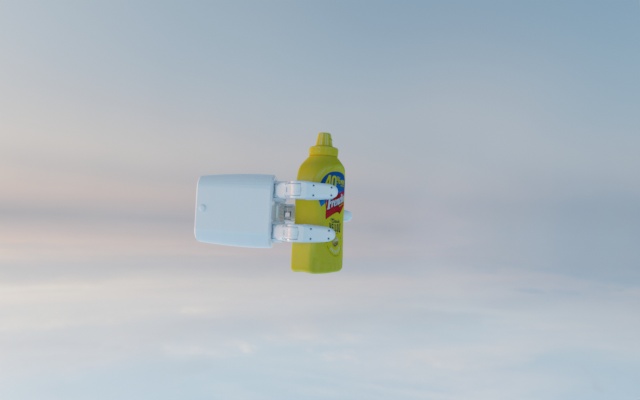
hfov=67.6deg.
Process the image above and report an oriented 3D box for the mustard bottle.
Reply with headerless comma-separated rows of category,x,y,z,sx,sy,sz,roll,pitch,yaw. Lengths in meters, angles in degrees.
mustard bottle,0.000,0.002,0.660,0.058,0.191,0.096,1,-3,30
